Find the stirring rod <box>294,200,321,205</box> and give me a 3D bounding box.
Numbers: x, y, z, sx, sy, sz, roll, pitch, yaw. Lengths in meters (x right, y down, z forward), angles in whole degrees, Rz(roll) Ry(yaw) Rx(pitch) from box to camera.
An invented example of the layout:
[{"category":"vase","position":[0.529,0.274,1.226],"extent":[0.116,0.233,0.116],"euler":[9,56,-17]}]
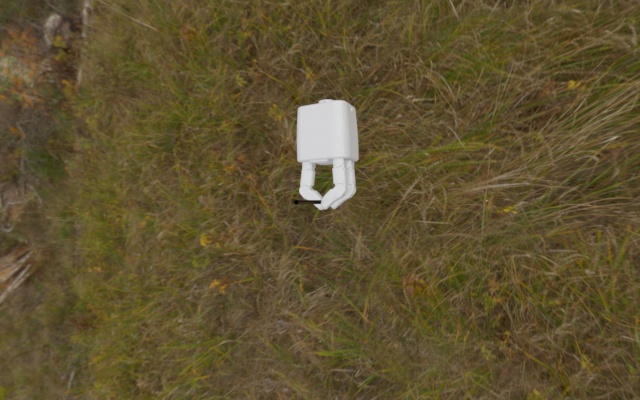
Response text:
[{"category":"stirring rod","position":[0.000,0.003,0.886],"extent":[0.011,0.011,0.239],"euler":[0,0,19]}]
